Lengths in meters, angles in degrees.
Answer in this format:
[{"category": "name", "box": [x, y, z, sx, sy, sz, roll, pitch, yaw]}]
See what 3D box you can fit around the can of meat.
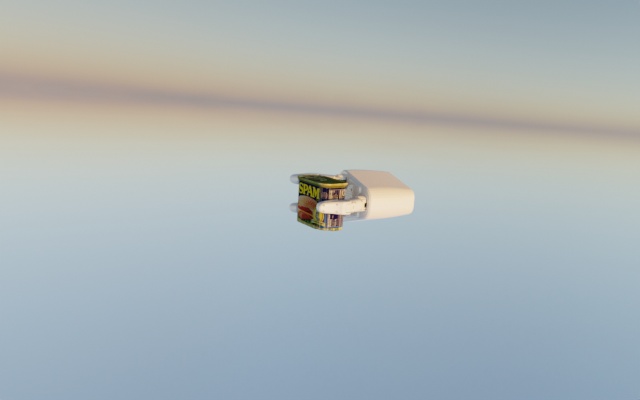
[{"category": "can of meat", "box": [0.000, 0.003, 0.849, 0.057, 0.084, 0.102, -4, 14, -33]}]
